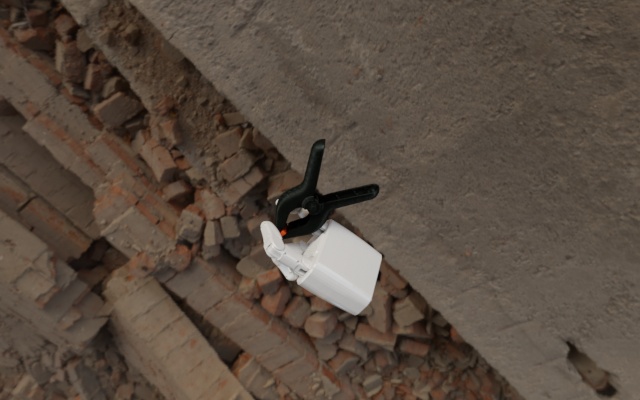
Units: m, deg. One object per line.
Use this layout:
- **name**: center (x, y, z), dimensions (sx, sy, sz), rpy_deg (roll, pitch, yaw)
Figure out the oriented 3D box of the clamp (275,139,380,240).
- **clamp**: center (0.000, 0.003, 0.702), dimensions (0.120, 0.171, 0.039), rpy_deg (33, 29, -11)
